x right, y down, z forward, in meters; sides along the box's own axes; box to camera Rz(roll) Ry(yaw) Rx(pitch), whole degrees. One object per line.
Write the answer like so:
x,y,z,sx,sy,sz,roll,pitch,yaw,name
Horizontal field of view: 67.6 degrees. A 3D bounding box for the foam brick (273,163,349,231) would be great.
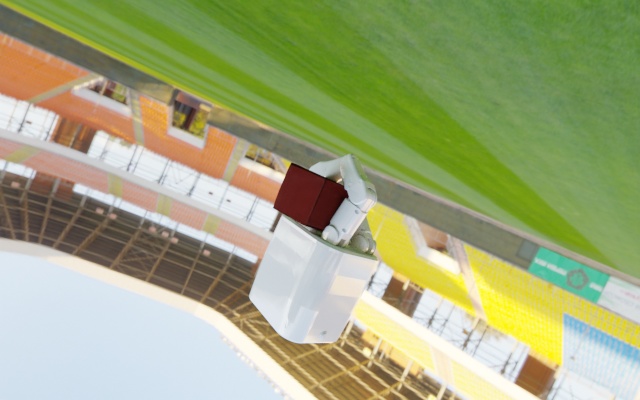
0.000,0.001,0.496,0.053,0.051,0.078,27,4,39,foam brick
